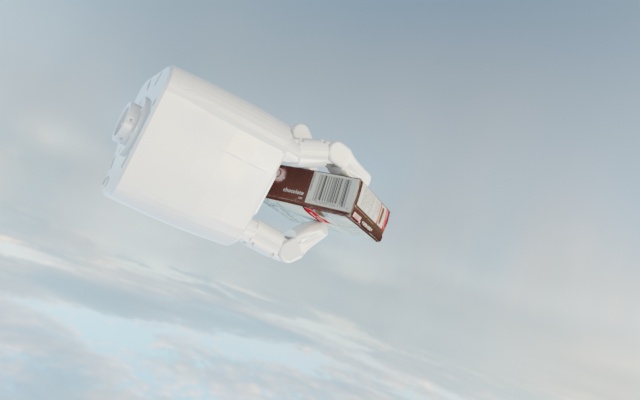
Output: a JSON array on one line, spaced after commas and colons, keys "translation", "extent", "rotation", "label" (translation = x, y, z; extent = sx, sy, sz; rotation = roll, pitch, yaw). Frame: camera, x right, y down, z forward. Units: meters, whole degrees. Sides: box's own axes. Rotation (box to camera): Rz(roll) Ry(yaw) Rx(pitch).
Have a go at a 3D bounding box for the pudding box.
[{"translation": [0.000, 0.002, 0.464], "extent": [0.113, 0.039, 0.090], "rotation": [14, -12, 29], "label": "pudding box"}]
